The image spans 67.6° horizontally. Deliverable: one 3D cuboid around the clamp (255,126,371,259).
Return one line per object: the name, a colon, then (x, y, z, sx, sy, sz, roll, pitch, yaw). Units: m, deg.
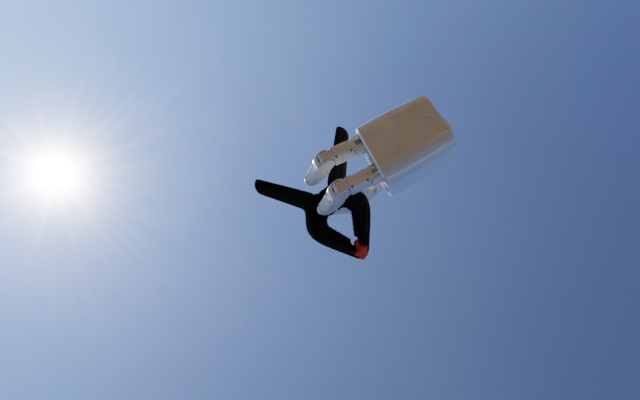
clamp: (0.001, 0.003, 0.687, 0.164, 0.209, 0.036, -28, -33, 5)
